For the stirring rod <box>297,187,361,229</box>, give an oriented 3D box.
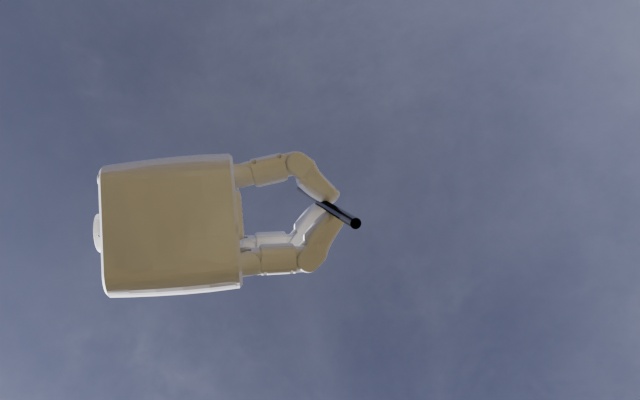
[{"bbox_3d":[0.000,0.001,0.444,0.011,0.011,0.239,0,7,-12],"label":"stirring rod"}]
